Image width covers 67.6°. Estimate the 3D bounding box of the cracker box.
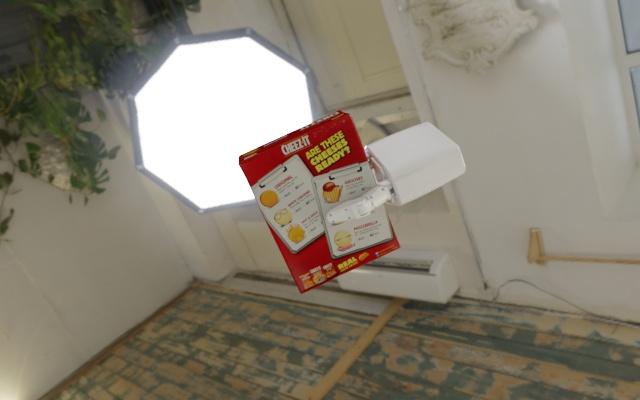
[{"bbox_3d":[0.000,0.002,0.685,0.164,0.214,0.072,-25,19,-4],"label":"cracker box"}]
